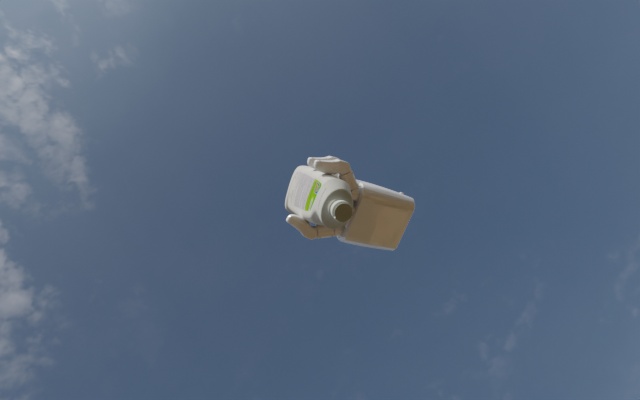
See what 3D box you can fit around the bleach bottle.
[{"bbox_3d":[0.000,0.003,0.814,0.068,0.102,0.250,13,7,-17],"label":"bleach bottle"}]
